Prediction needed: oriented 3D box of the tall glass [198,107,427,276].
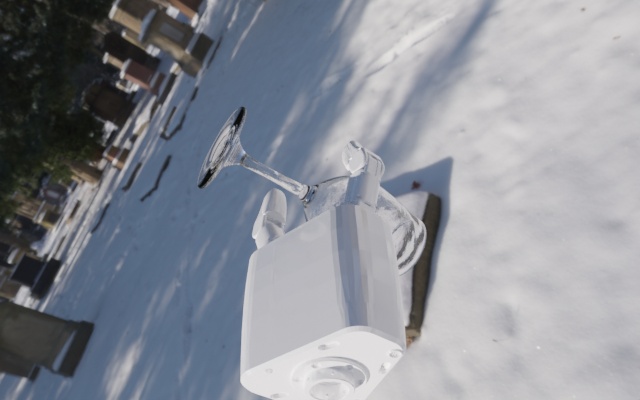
[{"bbox_3d":[0.000,0.001,0.421,0.201,0.079,0.079,29,-12,-24],"label":"tall glass"}]
